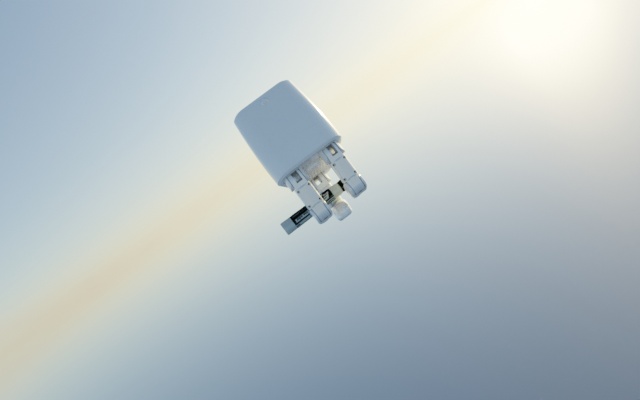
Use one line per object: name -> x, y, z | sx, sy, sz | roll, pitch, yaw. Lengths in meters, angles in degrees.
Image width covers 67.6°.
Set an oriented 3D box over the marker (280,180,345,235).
marker -> 0.000, 0.002, 0.632 | 0.121, 0.020, 0.020 | -37, 4, -6
